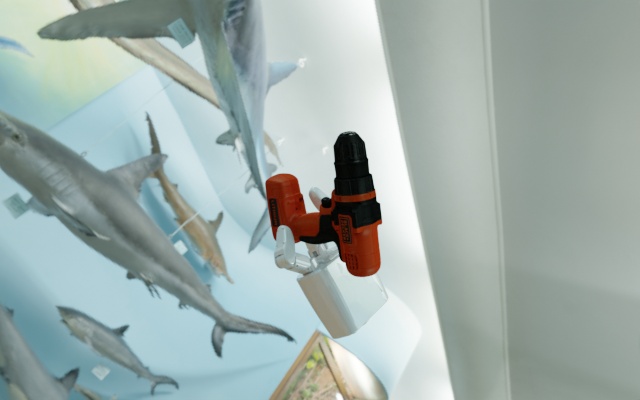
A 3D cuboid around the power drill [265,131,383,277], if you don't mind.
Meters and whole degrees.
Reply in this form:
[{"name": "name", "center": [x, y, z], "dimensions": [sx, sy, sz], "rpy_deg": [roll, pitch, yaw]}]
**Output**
[{"name": "power drill", "center": [0.000, 0.002, 0.645], "dimensions": [0.057, 0.184, 0.187], "rpy_deg": [-15, 13, -38]}]
